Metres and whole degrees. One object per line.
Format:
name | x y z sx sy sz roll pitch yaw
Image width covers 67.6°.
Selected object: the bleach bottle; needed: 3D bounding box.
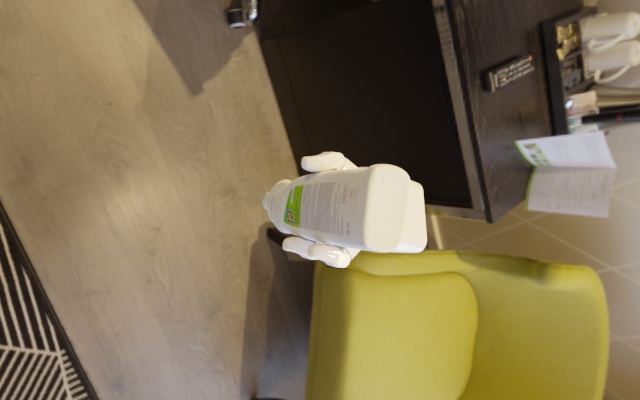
bleach bottle | 0.000 0.002 0.627 0.068 0.102 0.251 9 -1 -37
